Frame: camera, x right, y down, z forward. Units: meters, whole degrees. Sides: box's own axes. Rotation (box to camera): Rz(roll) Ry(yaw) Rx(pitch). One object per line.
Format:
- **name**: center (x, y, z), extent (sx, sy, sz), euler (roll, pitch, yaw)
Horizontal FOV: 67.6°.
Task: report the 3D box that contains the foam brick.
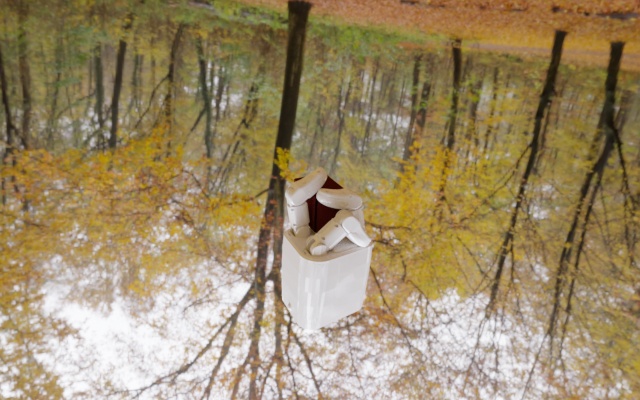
- **foam brick**: center (0.000, 0.002, 0.658), extent (0.053, 0.051, 0.078), euler (-9, 26, -22)
